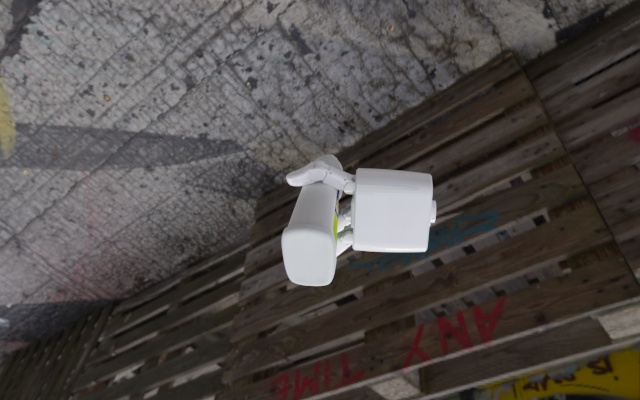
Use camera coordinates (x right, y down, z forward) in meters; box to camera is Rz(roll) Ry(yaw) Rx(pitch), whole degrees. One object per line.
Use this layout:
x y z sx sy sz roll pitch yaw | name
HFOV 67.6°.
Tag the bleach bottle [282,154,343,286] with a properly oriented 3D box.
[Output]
0.000 0.002 0.701 0.068 0.103 0.250 3 37 7 | bleach bottle
